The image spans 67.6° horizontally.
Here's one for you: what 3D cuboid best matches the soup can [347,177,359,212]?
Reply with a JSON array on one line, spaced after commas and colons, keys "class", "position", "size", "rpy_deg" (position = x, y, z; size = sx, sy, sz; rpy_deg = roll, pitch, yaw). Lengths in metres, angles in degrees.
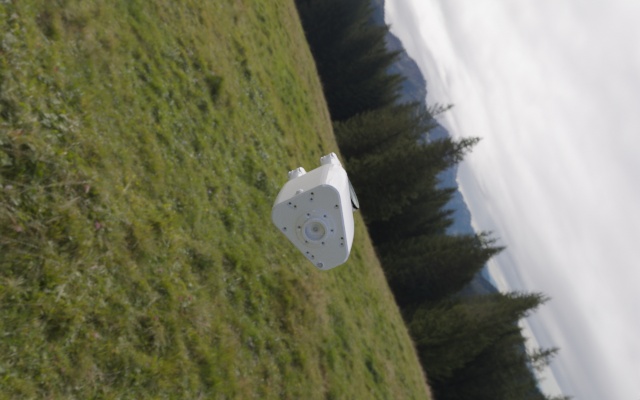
[{"class": "soup can", "position": [0.000, 0.002, 0.742], "size": [0.102, 0.068, 0.068], "rpy_deg": [-24, -5, 12]}]
